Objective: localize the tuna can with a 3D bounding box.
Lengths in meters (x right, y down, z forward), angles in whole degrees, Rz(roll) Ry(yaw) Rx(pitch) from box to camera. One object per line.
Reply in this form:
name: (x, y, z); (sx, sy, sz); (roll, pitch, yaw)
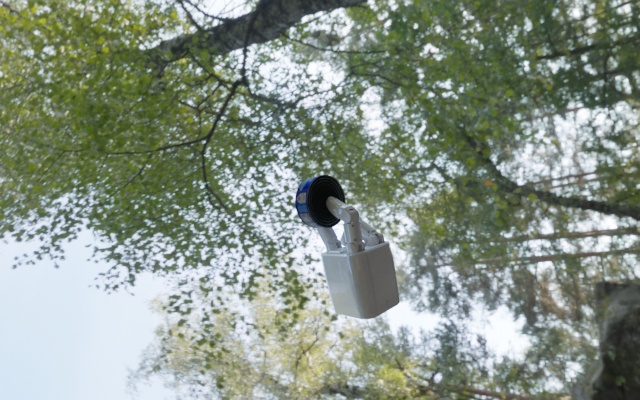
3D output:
tuna can: (0.000, 0.003, 0.778); (0.086, 0.086, 0.034); (0, -5, -44)
